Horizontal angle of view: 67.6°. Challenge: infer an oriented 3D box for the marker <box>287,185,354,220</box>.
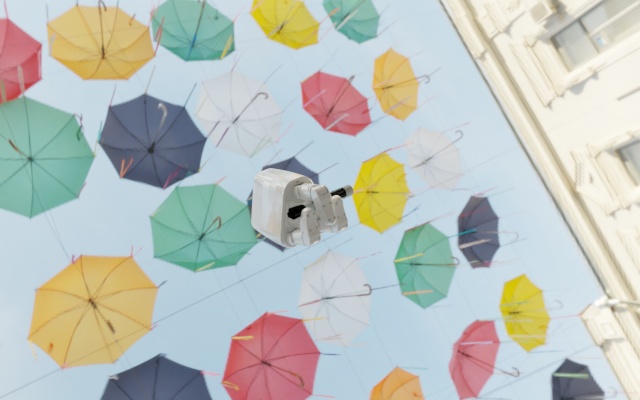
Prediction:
[{"bbox_3d":[0.000,0.002,0.735,0.121,0.020,0.020,-22,12,-32],"label":"marker"}]
